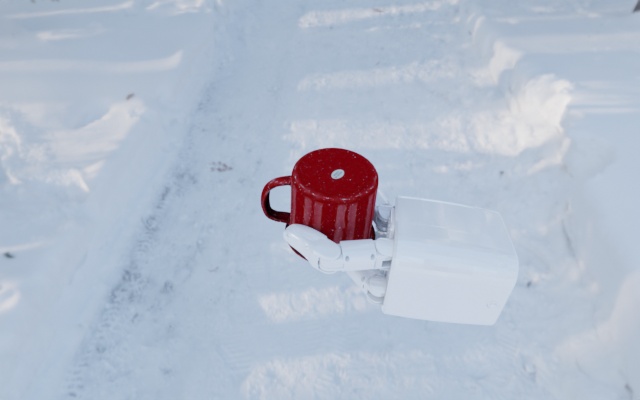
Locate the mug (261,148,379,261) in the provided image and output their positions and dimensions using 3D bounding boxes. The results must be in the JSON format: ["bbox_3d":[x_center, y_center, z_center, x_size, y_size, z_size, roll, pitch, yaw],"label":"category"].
[{"bbox_3d":[-0.001,0.001,0.465,0.117,0.082,0.093,7,42,3],"label":"mug"}]
